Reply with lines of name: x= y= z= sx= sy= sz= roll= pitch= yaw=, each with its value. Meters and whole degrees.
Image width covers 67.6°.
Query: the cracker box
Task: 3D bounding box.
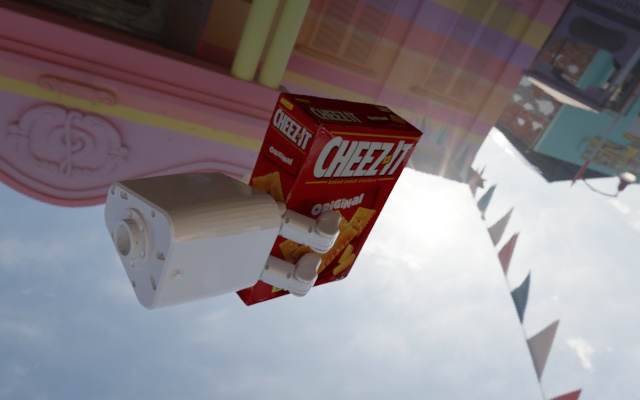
cracker box: x=0.000 y=0.002 z=0.519 sx=0.164 sy=0.214 sz=0.072 roll=-5 pitch=39 yaw=-46
